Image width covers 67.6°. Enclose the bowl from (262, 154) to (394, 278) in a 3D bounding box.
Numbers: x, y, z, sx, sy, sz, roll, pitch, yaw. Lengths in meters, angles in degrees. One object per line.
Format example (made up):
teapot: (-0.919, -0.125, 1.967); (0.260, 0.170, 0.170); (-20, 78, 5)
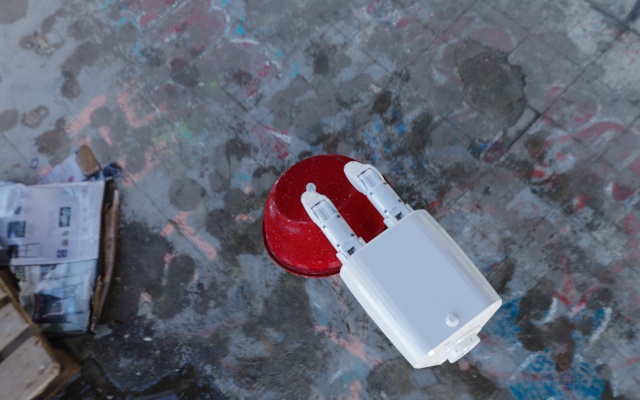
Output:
bowl: (-0.001, 0.001, 0.531); (0.162, 0.162, 0.055); (0, -35, 22)
